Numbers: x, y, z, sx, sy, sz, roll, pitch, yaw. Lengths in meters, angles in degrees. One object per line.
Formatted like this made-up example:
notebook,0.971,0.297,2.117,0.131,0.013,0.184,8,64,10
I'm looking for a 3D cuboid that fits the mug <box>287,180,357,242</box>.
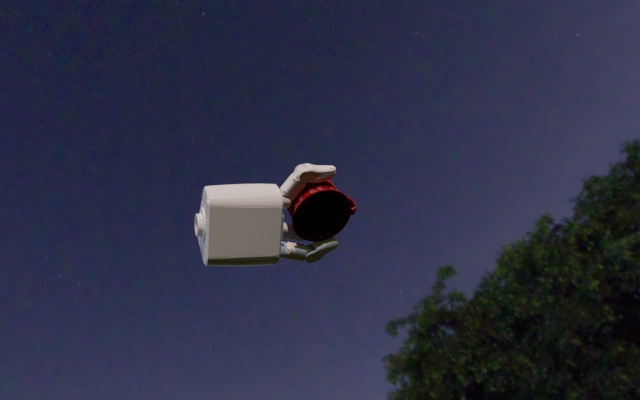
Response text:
mug,0.001,0.002,0.737,0.117,0.093,0.081,1,32,-24
